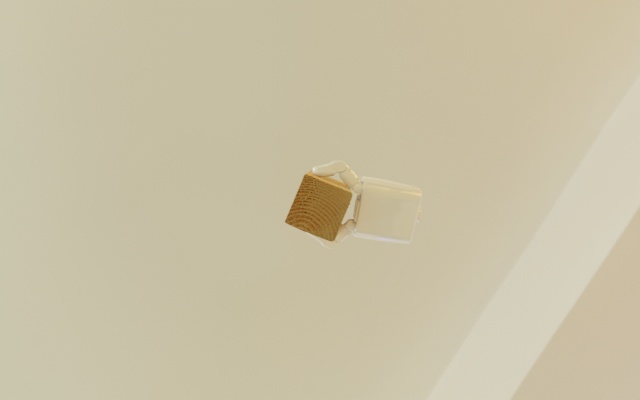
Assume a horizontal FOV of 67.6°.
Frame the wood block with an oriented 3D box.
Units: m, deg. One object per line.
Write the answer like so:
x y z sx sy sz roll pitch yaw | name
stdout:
0.000 0.003 0.885 0.090 0.091 0.206 22 5 0 | wood block
